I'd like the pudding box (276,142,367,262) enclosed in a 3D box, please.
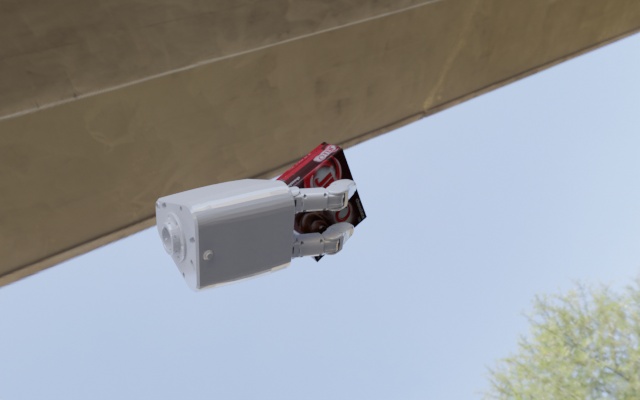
[{"bbox_3d":[0.000,0.002,0.561,0.090,0.114,0.039,-40,42,-21],"label":"pudding box"}]
